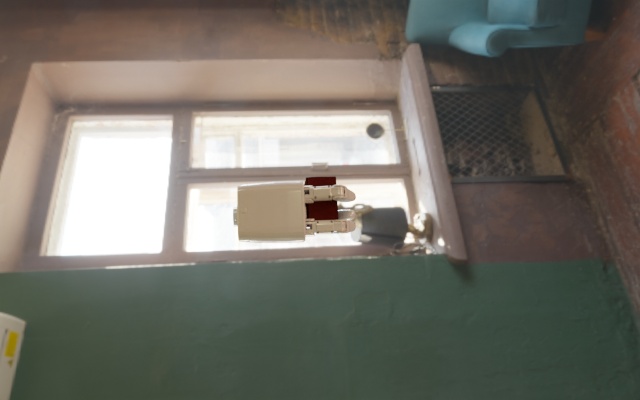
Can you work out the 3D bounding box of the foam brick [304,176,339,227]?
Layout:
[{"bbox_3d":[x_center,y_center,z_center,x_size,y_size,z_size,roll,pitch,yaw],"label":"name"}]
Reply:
[{"bbox_3d":[0.000,0.002,0.801,0.051,0.078,0.053,-1,-13,-6],"label":"foam brick"}]
